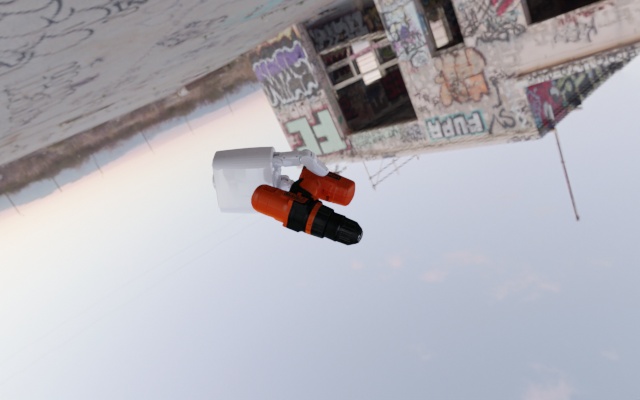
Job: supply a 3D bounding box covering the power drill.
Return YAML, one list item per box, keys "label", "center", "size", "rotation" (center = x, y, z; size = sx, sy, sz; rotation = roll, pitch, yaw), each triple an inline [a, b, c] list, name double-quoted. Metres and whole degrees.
- label: "power drill"
  center: [0.000, 0.002, 0.800]
  size: [0.184, 0.057, 0.187]
  rotation: [23, 22, 11]
